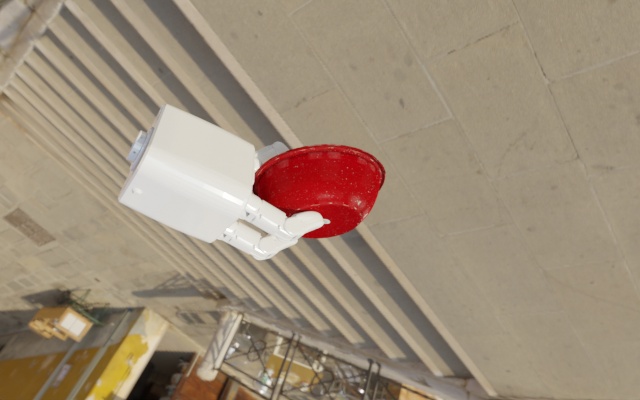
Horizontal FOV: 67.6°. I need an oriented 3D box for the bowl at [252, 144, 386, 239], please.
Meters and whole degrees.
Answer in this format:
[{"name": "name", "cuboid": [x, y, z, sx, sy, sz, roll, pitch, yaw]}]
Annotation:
[{"name": "bowl", "cuboid": [0.001, 0.002, 0.564, 0.162, 0.055, 0.162, -5, -28, -3]}]
